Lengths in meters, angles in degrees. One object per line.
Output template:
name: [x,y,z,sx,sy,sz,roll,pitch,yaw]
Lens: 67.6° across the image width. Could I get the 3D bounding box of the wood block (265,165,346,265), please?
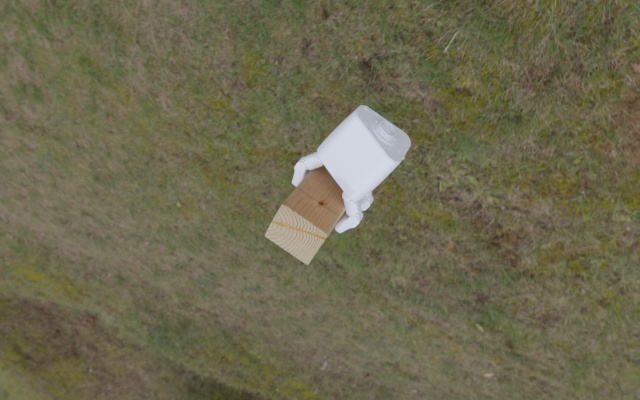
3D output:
wood block: [0.000,0.002,0.851,0.091,0.090,0.206,34,41,3]
